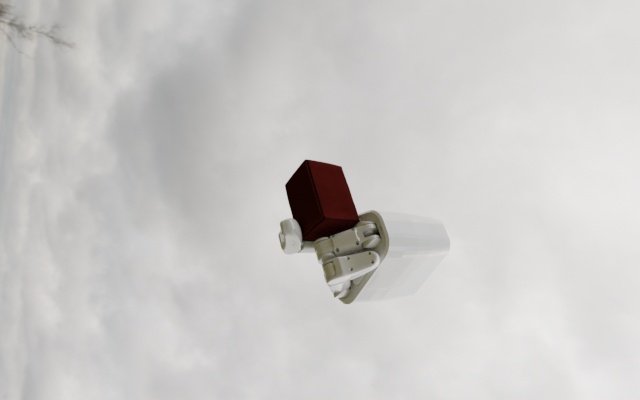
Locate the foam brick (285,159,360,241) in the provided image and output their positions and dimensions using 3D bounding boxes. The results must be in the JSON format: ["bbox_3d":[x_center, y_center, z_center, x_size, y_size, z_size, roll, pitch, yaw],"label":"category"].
[{"bbox_3d":[0.000,0.001,0.543,0.051,0.078,0.053,5,-34,-35],"label":"foam brick"}]
